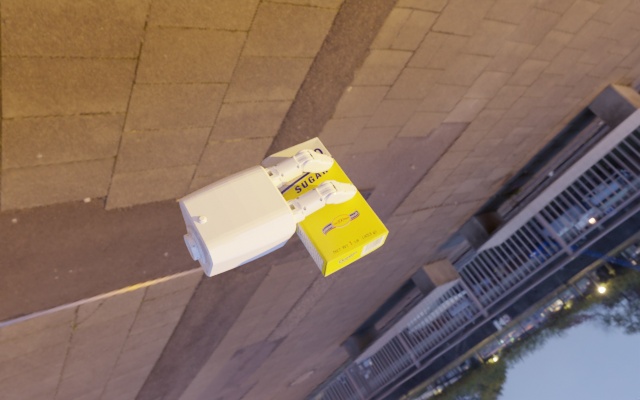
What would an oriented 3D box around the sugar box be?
[{"bbox_3d":[0.000,0.002,0.627,0.093,0.176,0.048,-25,-26,-20],"label":"sugar box"}]
